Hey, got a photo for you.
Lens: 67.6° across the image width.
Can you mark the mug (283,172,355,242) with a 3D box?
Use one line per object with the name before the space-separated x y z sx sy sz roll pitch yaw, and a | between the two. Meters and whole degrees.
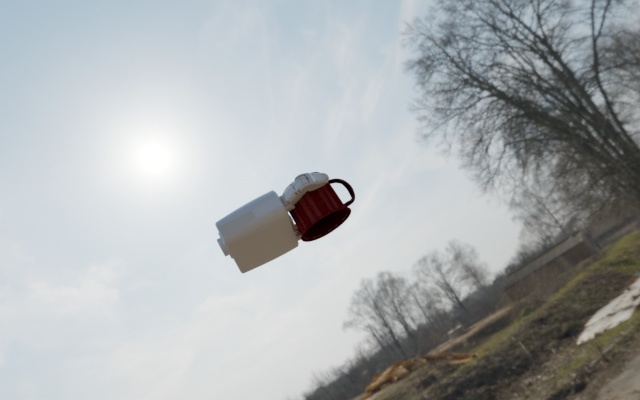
mug | 0.001 0.002 0.776 0.117 0.081 0.093 -28 -21 -12
